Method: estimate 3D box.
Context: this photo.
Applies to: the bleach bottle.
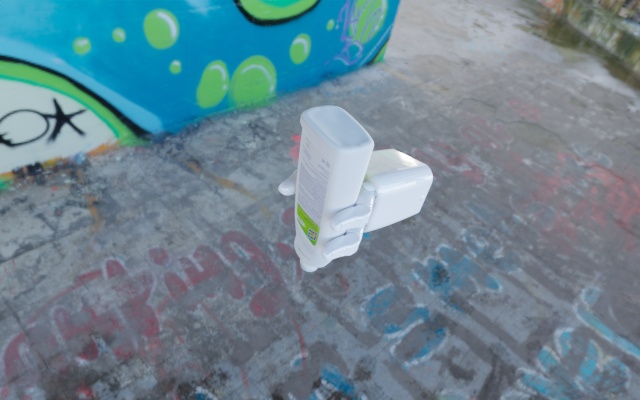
[{"bbox_3d":[0.000,0.002,0.664,0.068,0.251,0.102,-15,49,-29],"label":"bleach bottle"}]
